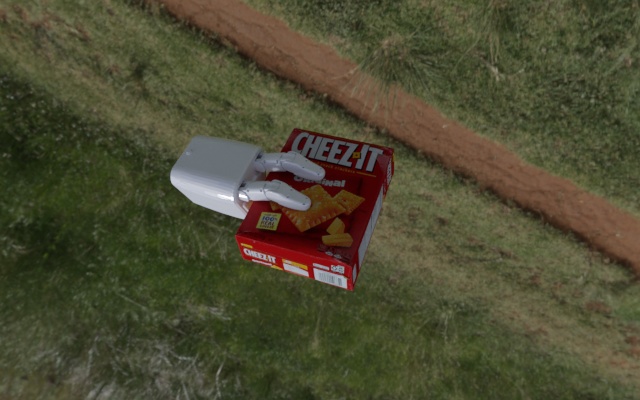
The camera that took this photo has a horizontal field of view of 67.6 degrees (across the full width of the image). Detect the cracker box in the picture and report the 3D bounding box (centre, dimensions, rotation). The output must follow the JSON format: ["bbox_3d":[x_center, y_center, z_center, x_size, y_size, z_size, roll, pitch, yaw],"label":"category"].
[{"bbox_3d":[0.000,0.002,0.683,0.164,0.213,0.072,14,-34,15],"label":"cracker box"}]
